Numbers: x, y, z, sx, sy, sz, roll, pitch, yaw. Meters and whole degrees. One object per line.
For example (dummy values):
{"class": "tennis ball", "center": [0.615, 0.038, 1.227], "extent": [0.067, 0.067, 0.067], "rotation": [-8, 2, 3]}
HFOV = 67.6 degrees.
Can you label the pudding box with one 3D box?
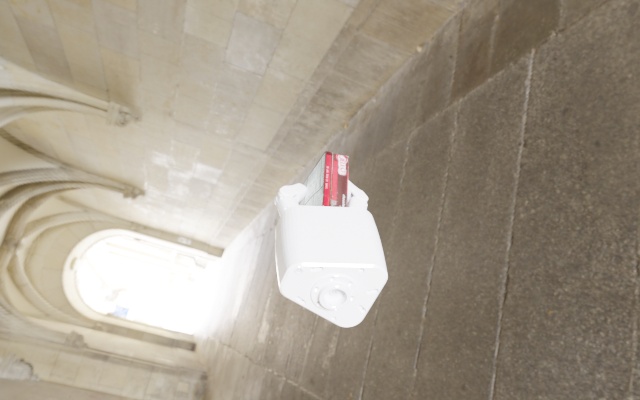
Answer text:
{"class": "pudding box", "center": [0.000, 0.002, 0.635], "extent": [0.039, 0.090, 0.113], "rotation": [16, -34, -18]}
